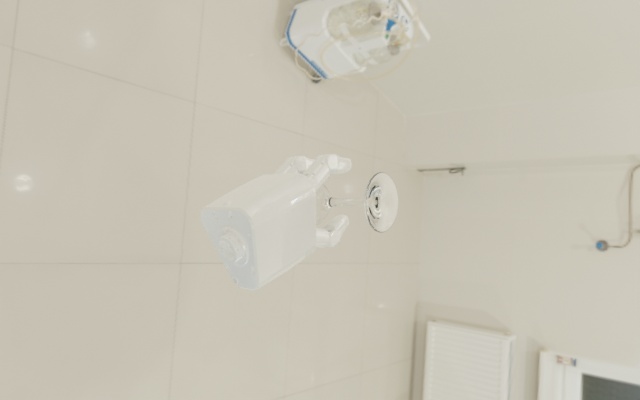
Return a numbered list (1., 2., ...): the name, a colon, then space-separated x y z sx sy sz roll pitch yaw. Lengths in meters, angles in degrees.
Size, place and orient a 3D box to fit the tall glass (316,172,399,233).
1. tall glass: 0.001 0.002 0.648 0.201 0.079 0.079 0 0 41
